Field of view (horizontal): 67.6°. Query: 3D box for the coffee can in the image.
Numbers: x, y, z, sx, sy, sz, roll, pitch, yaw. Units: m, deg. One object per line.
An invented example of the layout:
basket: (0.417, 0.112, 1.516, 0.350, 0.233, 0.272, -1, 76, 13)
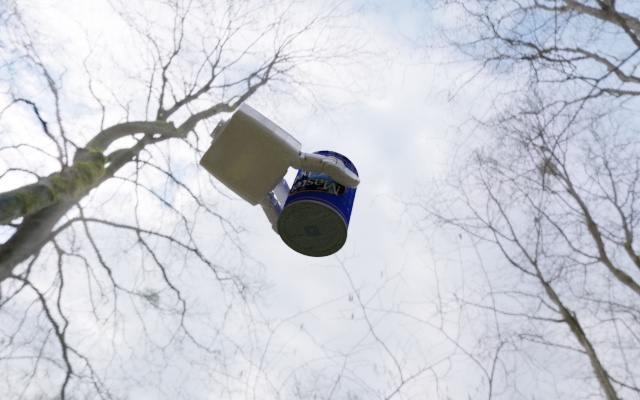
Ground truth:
coffee can: (0.000, 0.003, 0.730, 0.103, 0.103, 0.140, 0, 37, 13)
